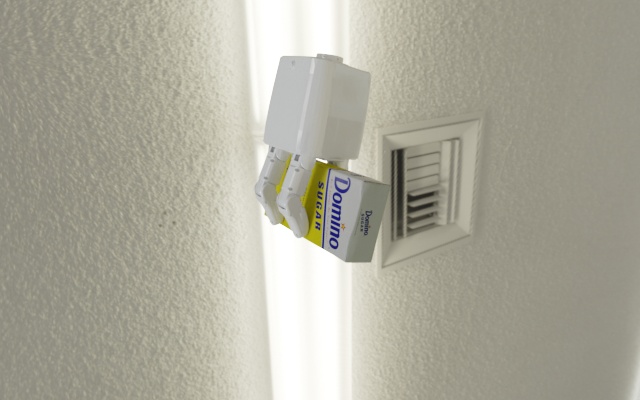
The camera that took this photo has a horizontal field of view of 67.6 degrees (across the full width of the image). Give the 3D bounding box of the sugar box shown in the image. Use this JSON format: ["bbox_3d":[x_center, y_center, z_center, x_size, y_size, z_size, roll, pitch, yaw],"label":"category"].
[{"bbox_3d":[0.000,0.002,0.576,0.048,0.093,0.176,6,11,-36],"label":"sugar box"}]
